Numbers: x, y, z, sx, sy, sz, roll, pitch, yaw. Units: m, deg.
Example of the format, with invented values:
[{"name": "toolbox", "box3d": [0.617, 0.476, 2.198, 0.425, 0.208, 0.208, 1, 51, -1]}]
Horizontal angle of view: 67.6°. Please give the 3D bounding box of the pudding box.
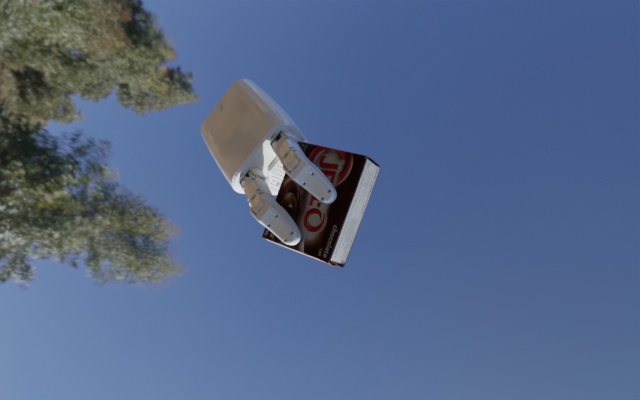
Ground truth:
[{"name": "pudding box", "box3d": [0.000, 0.002, 0.491, 0.090, 0.113, 0.039, 16, -4, 36]}]
